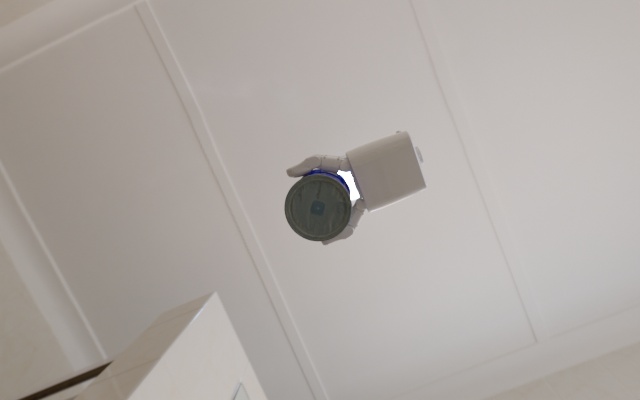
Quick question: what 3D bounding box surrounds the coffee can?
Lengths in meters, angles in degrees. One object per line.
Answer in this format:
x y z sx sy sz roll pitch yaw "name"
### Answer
0.000 0.003 0.786 0.103 0.103 0.140 0 8 3 "coffee can"
